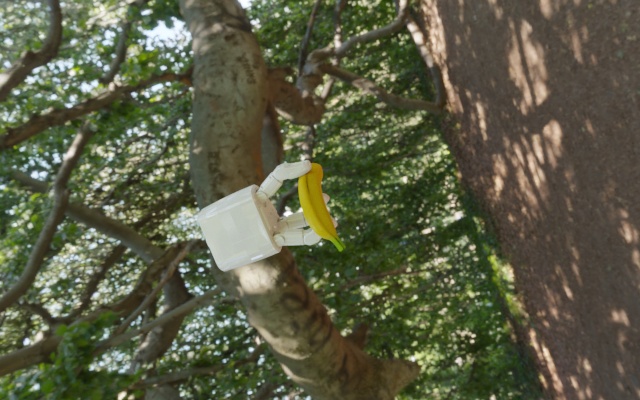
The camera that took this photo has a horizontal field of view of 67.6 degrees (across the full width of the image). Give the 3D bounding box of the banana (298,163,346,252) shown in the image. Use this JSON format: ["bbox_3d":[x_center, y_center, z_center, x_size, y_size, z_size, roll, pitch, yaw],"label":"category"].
[{"bbox_3d":[-0.008,-0.006,0.752,0.037,0.197,0.070,-27,-47,13],"label":"banana"}]
